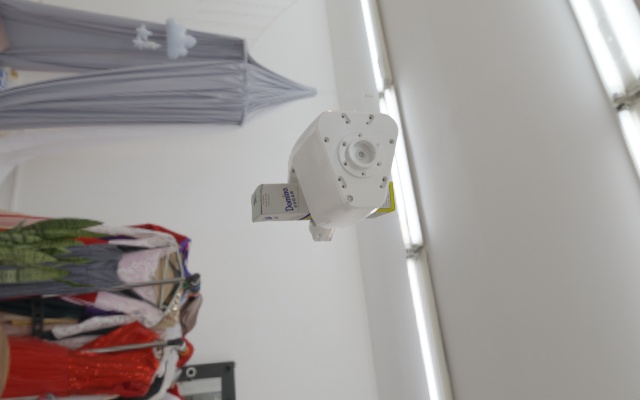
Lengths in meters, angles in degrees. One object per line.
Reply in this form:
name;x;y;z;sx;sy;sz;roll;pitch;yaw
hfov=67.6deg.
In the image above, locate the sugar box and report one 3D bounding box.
sugar box;0.000;0.002;0.640;0.176;0.048;0.093;1;-9;-15
